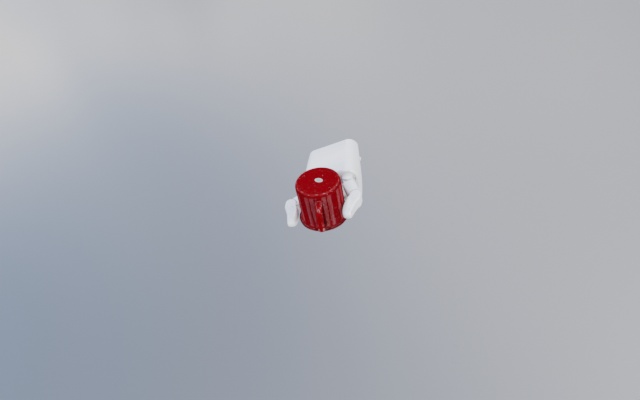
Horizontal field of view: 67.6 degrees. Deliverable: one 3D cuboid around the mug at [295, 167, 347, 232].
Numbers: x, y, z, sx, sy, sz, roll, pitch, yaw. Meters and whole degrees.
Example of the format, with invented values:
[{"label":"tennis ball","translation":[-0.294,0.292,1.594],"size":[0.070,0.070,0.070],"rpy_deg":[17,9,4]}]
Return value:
[{"label":"mug","translation":[0.000,0.004,0.846],"size":[0.093,0.082,0.117],"rpy_deg":[-5,42,9]}]
